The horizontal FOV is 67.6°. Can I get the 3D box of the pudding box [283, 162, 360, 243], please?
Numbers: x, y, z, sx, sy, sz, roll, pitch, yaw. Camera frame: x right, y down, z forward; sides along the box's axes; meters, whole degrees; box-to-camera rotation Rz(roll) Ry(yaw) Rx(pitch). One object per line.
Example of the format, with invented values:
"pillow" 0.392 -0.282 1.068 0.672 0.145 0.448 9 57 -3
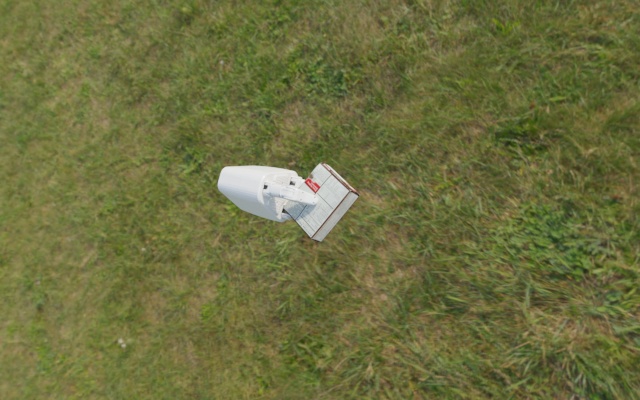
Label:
"pudding box" 0.000 0.003 0.840 0.090 0.113 0.039 45 13 31
